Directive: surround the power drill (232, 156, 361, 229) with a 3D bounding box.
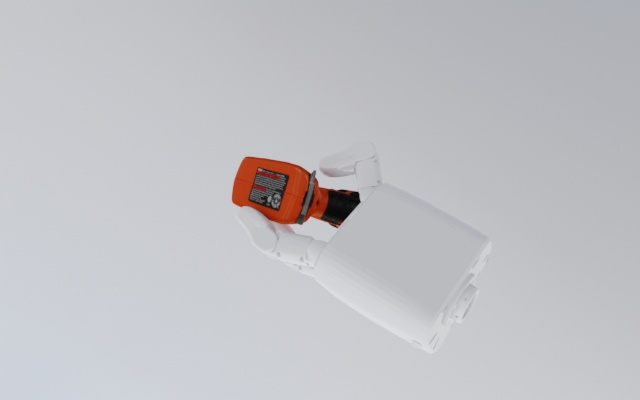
[{"bbox_3d":[0.000,0.002,0.527,0.188,0.057,0.184,14,-1,-43],"label":"power drill"}]
